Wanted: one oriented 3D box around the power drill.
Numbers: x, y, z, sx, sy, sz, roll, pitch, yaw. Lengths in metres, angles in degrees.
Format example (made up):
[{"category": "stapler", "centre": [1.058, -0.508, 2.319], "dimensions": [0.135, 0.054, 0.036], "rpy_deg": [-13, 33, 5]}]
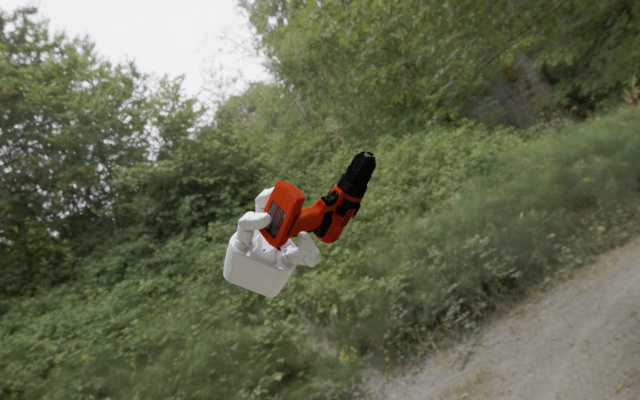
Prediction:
[{"category": "power drill", "centre": [0.000, 0.003, 0.772], "dimensions": [0.187, 0.184, 0.057], "rpy_deg": [-7, 40, -48]}]
